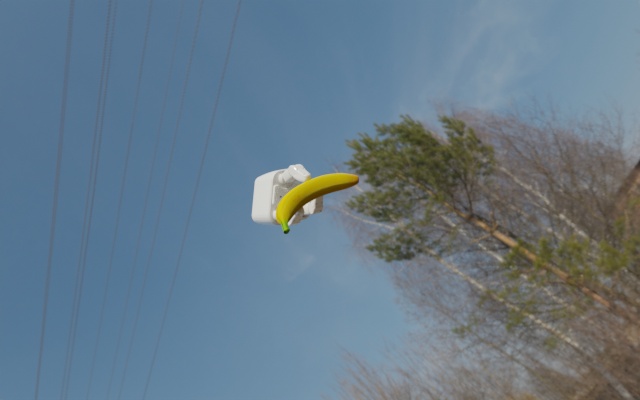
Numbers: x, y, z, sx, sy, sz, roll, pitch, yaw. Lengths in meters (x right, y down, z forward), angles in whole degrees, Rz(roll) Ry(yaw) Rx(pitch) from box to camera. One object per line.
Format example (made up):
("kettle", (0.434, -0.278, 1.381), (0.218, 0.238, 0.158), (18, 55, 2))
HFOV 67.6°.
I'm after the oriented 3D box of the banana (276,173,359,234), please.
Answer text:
("banana", (-0.015, -0.007, 0.875), (0.197, 0.069, 0.037), (-36, -24, -31))
